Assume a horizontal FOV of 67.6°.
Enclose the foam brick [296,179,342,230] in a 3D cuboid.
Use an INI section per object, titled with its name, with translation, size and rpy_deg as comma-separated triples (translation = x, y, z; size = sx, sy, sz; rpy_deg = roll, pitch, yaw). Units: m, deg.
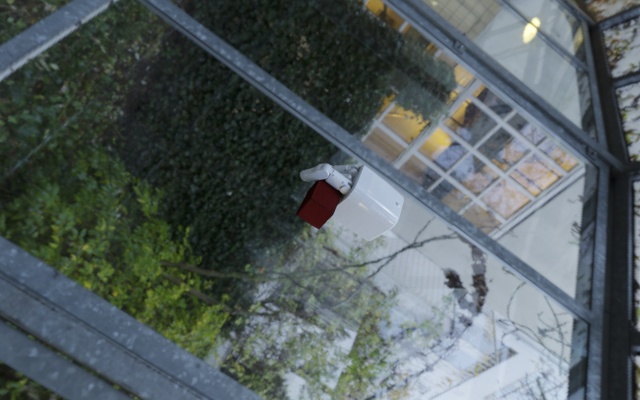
[foam brick]
translation = 0.000, 0.003, 0.863
size = 0.051, 0.078, 0.053
rpy_deg = 36, -50, -9
